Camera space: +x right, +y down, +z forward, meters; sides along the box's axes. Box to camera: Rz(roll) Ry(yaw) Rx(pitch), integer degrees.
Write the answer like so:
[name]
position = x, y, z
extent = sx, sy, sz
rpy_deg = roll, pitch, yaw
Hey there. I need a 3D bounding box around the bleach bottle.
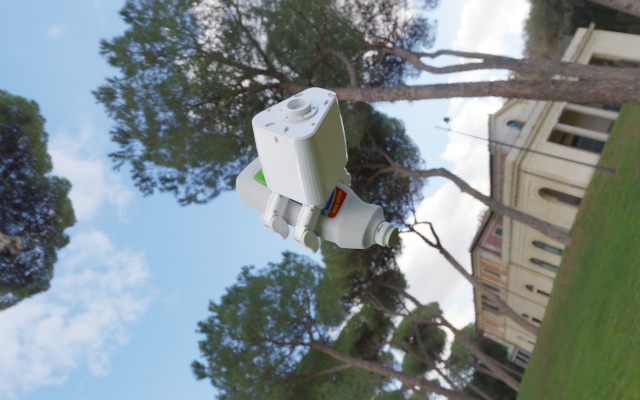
[bleach bottle]
position = 0.000, 0.002, 0.685
extent = 0.250, 0.068, 0.102
rpy_deg = 22, 51, 31
